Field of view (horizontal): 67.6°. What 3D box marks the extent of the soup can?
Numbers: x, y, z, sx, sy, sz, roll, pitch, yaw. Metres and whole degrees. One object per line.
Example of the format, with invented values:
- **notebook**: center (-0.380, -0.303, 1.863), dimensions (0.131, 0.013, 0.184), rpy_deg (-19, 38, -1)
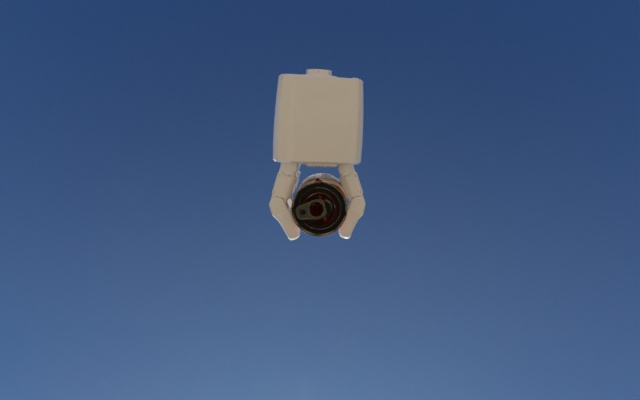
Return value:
- **soup can**: center (0.000, 0.002, 0.623), dimensions (0.068, 0.068, 0.102), rpy_deg (0, 10, 2)
